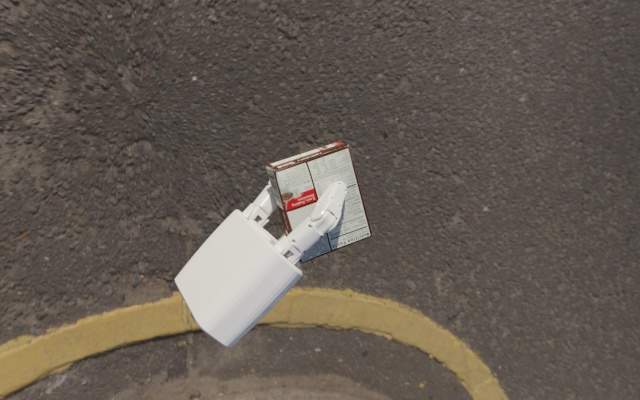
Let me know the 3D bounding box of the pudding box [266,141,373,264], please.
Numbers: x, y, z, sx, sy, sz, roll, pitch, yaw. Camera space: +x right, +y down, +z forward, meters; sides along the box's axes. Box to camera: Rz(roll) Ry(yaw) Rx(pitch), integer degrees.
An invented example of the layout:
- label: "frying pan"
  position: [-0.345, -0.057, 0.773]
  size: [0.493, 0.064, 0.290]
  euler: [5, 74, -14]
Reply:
- label: "pudding box"
  position: [0.000, 0.002, 0.528]
  size: [0.090, 0.113, 0.039]
  euler: [-20, 19, -13]
